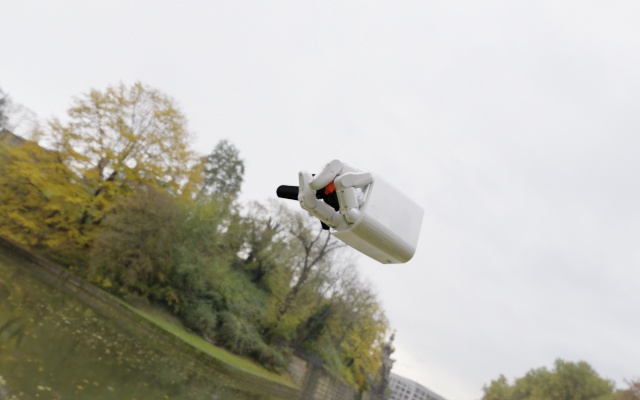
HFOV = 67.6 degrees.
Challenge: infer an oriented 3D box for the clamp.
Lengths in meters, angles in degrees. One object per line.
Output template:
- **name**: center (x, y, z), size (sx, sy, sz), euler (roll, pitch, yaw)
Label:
- **clamp**: center (0.000, 0.002, 0.791), size (0.120, 0.039, 0.171), euler (33, -19, -17)
